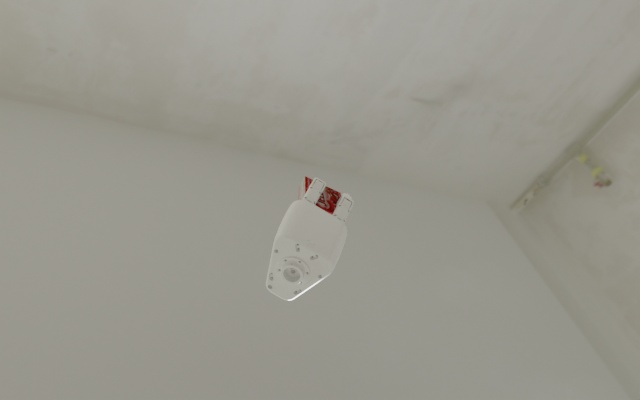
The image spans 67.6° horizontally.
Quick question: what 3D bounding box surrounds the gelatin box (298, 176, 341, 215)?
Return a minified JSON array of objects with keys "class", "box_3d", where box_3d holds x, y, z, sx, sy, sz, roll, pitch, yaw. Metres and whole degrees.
[{"class":"gelatin box","box_3d":[0.000,0.003,0.820,0.073,0.030,0.089,24,26,-15]}]
